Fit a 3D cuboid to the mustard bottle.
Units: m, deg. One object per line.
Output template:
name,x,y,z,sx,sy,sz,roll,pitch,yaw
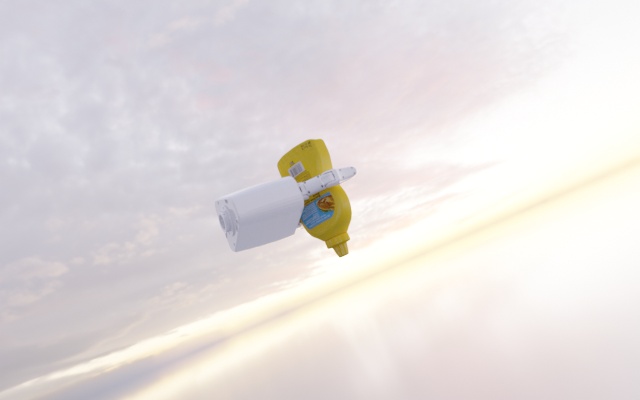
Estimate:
mustard bottle,0.000,0.002,0.778,0.096,0.191,0.058,-32,-13,38
